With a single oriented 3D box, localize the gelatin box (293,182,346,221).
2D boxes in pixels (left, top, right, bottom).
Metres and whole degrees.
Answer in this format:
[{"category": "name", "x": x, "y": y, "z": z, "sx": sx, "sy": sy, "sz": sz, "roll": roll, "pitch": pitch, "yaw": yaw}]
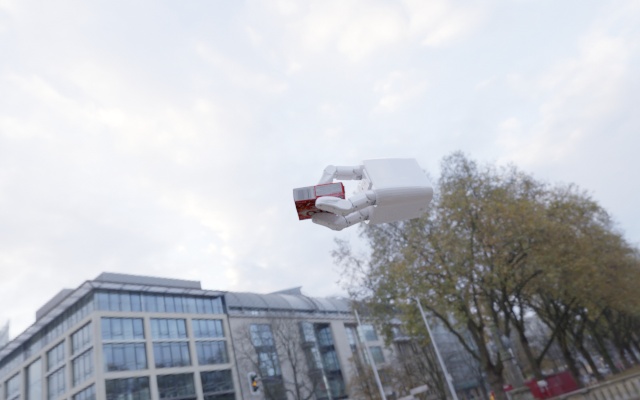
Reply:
[{"category": "gelatin box", "x": 0.000, "y": 0.002, "z": 0.836, "sx": 0.089, "sy": 0.030, "sz": 0.073, "roll": -8, "pitch": -29, "yaw": 1}]
